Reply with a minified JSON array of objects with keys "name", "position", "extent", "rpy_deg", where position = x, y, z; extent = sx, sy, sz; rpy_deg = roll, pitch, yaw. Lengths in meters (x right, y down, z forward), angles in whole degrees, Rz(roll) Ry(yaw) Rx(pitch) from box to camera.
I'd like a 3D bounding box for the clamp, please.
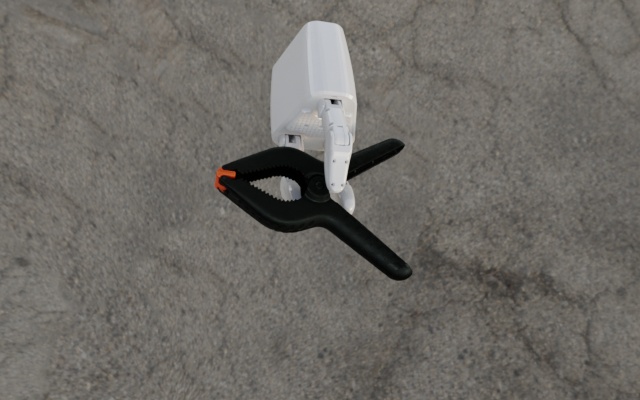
[{"name":"clamp","position":[0.000,0.001,0.484],"extent":[0.210,0.164,0.036],"rpy_deg":[2,-28,-15]}]
